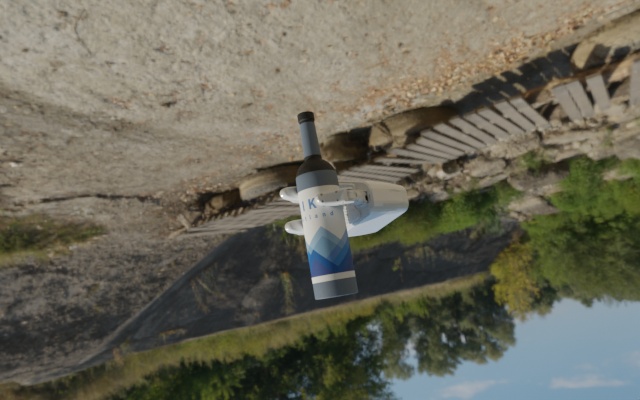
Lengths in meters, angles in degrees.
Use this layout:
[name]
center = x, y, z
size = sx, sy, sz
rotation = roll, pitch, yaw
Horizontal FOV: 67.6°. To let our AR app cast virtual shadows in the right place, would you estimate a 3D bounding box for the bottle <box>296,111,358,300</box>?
[bottle]
center = 0.000, 0.003, 0.751
size = 0.069, 0.295, 0.069
rotation = -10, -10, -2
